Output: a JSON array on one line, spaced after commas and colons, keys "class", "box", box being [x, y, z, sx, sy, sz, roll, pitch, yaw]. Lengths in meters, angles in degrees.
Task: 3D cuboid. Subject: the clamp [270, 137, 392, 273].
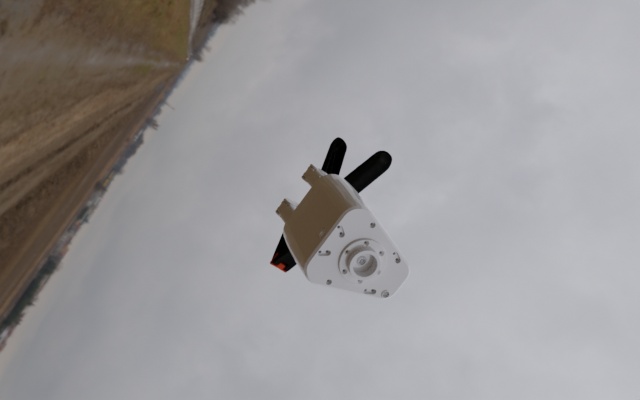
[{"class": "clamp", "box": [0.000, 0.003, 0.652, 0.036, 0.210, 0.164, 35, 7, -22]}]
